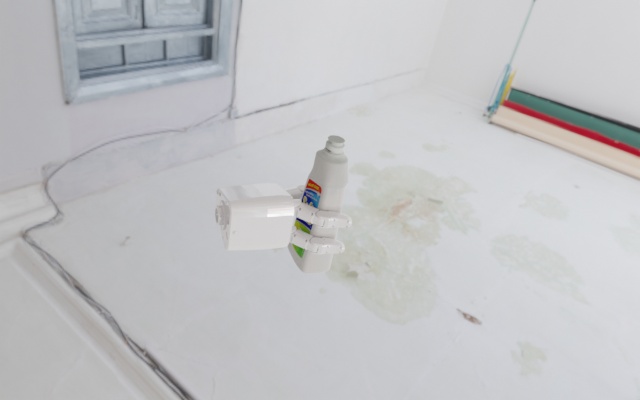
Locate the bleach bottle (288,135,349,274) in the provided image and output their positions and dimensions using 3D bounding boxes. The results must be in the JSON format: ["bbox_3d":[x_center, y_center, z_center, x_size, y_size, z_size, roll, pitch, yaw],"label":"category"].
[{"bbox_3d":[0.000,0.003,0.826,0.068,0.251,0.102,-3,35,-23],"label":"bleach bottle"}]
